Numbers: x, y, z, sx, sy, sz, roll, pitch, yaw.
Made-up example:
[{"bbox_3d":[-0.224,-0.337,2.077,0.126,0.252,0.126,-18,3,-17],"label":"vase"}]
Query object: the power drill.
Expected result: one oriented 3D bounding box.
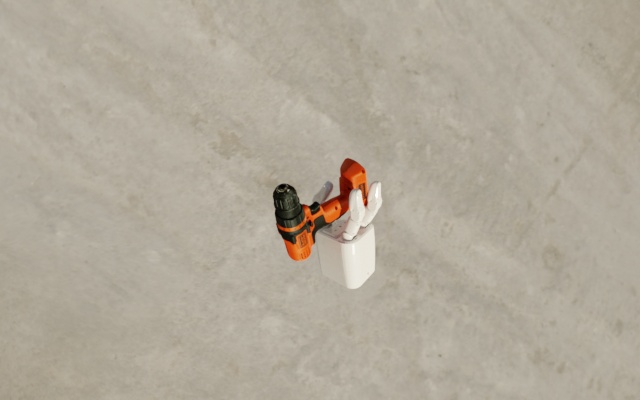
[{"bbox_3d":[0.001,0.003,0.859,0.187,0.185,0.057,-35,53,-22],"label":"power drill"}]
